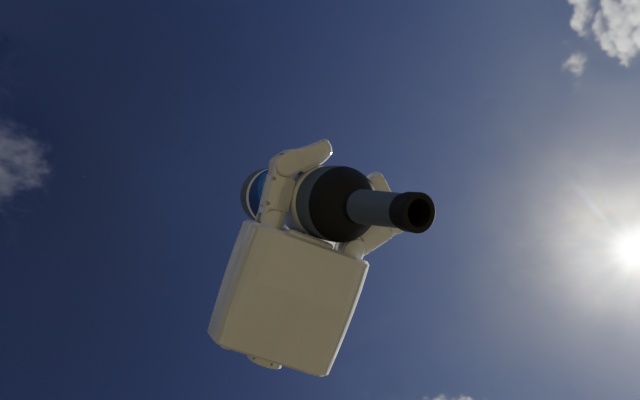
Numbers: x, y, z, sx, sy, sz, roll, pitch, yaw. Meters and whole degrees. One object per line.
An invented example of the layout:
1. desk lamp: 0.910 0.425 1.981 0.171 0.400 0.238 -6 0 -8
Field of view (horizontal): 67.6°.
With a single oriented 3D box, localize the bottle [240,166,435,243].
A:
1. bottle: 0.000 0.001 0.445 0.069 0.069 0.295 0 3 -26
